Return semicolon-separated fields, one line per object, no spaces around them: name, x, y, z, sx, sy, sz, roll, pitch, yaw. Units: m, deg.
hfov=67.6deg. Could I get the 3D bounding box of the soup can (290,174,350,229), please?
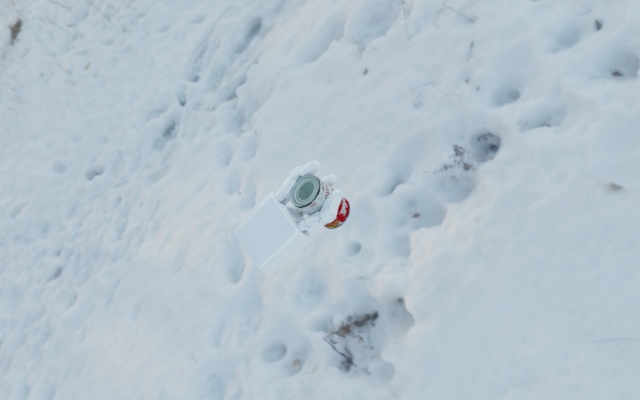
soup can;0.000;0.003;0.887;0.068;0.068;0.102;0;-25;39
